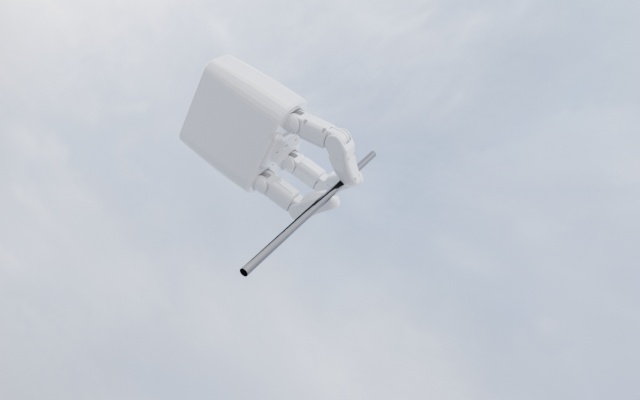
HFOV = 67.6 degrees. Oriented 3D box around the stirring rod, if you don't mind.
[{"bbox_3d":[0.000,0.001,0.464,0.011,0.011,0.239,0,27,35],"label":"stirring rod"}]
